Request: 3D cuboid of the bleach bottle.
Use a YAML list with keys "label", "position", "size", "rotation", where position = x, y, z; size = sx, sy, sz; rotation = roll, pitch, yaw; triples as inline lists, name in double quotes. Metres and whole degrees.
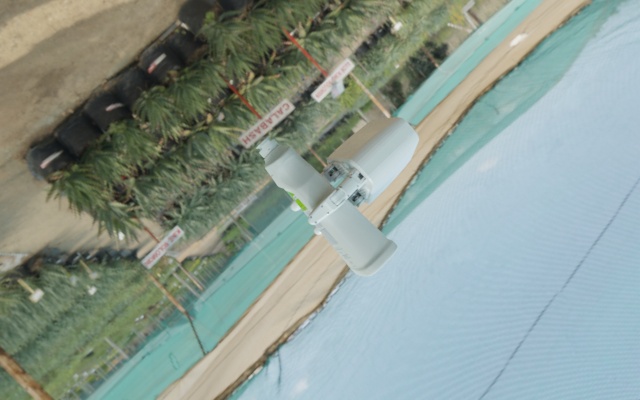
- label: "bleach bottle"
  position: [0.000, 0.002, 0.720]
  size: [0.068, 0.251, 0.102]
  rotation: [-44, 4, -14]
